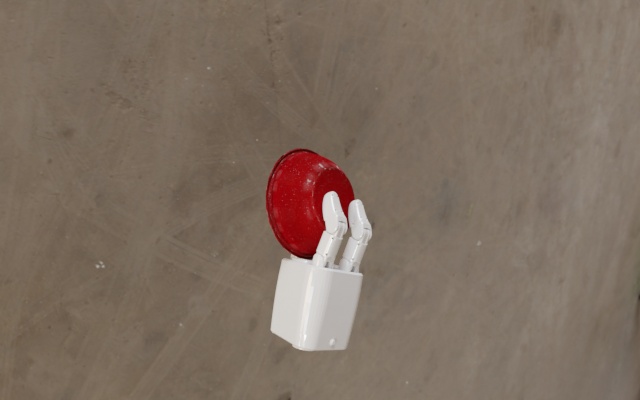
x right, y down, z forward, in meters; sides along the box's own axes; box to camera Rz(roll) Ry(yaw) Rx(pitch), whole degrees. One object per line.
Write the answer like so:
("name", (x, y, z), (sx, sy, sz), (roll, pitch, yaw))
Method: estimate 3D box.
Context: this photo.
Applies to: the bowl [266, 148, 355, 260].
("bowl", (0.000, 0.001, 0.675), (0.055, 0.162, 0.162), (-7, -5, 42))
